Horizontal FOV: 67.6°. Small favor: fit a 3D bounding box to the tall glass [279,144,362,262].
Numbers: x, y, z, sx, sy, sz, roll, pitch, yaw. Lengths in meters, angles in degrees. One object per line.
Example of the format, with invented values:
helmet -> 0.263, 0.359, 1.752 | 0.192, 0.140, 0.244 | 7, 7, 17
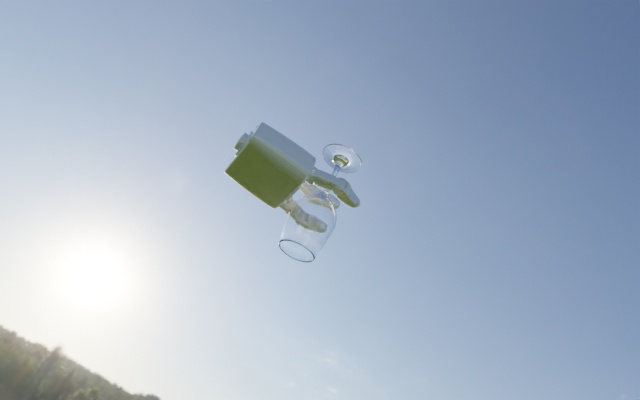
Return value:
tall glass -> 0.001, 0.002, 0.792 | 0.079, 0.201, 0.079 | 19, -31, 12
